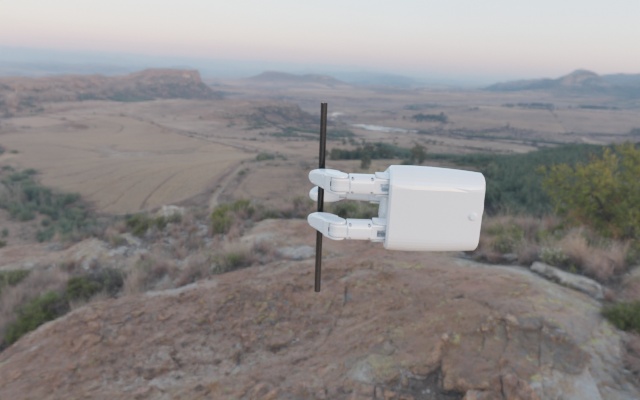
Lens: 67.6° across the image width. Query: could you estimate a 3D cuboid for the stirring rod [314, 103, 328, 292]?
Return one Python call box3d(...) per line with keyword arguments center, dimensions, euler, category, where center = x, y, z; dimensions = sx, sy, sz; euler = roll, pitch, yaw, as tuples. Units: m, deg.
box3d(center=(0.000, 0.002, 0.590), dimensions=(0.011, 0.239, 0.011), euler=(2, 16, -1), category="stirring rod")
